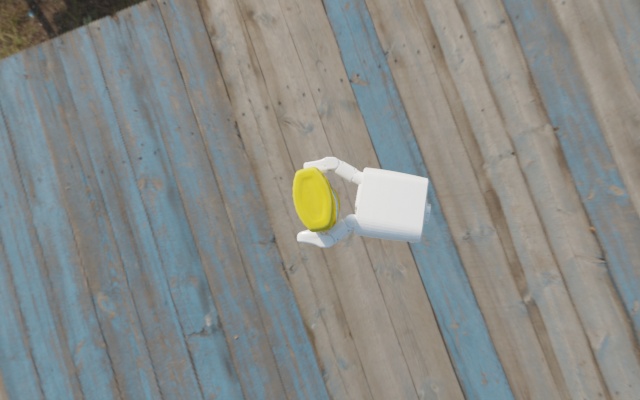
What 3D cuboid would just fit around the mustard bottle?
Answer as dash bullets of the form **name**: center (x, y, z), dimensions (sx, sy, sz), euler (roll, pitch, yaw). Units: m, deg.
- **mustard bottle**: center (0.000, 0.003, 0.791), dimensions (0.058, 0.096, 0.191), euler (-16, -5, 6)
